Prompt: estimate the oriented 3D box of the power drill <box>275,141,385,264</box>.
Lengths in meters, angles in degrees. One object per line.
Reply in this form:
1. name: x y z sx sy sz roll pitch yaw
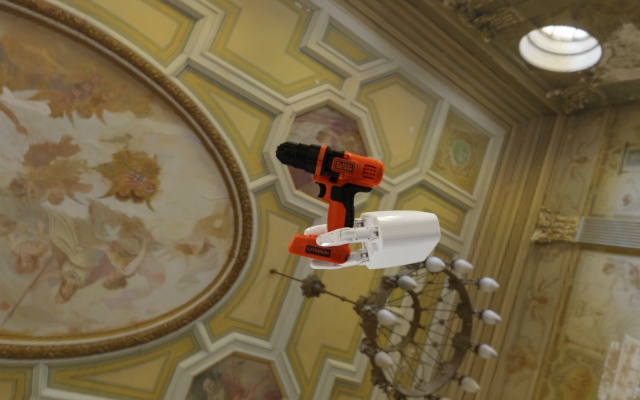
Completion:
1. power drill: 0.000 0.003 0.801 0.184 0.187 0.057 13 6 5
